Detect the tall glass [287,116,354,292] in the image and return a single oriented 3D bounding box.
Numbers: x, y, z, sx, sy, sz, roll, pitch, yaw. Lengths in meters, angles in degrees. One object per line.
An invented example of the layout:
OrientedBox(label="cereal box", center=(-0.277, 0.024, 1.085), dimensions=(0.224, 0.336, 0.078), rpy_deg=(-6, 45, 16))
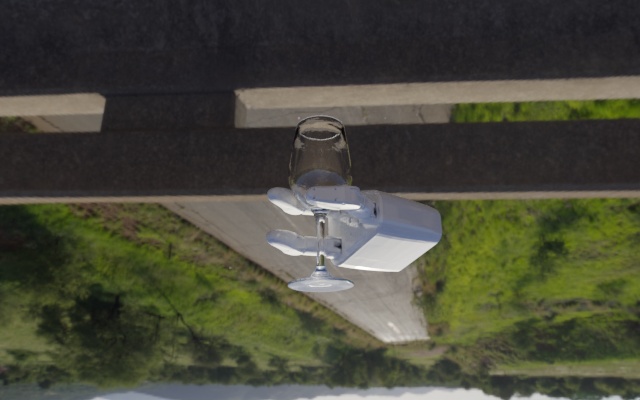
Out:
OrientedBox(label="tall glass", center=(0.000, 0.002, 0.565), dimensions=(0.079, 0.201, 0.079), rpy_deg=(0, -21, 0))
